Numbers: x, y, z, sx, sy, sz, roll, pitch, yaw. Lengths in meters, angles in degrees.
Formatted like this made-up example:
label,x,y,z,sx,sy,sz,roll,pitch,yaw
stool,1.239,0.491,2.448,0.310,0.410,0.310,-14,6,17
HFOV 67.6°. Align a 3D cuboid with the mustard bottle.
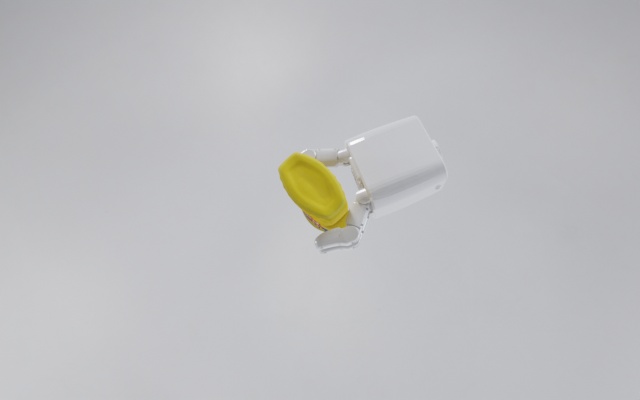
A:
label,x,y,z,sx,sy,sz,roll,pitch,yaw
mustard bottle,0.000,0.002,0.656,0.096,0.058,0.192,44,-5,14
